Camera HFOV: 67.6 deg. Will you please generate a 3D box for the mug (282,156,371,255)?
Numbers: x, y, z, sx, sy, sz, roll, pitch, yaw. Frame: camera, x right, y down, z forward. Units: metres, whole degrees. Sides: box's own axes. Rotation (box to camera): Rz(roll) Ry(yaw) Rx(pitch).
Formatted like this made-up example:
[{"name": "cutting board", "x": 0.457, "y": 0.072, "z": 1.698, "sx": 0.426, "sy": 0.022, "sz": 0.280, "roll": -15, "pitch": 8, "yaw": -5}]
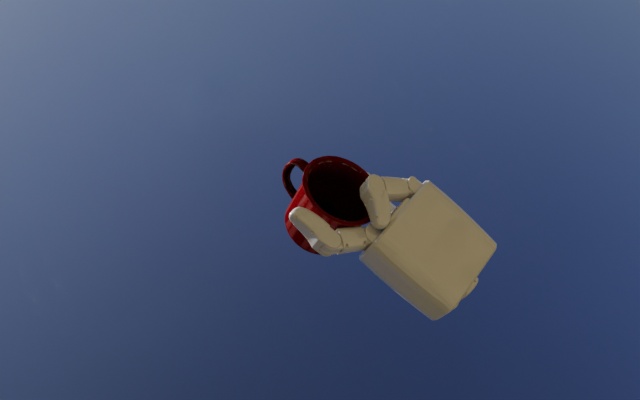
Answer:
[{"name": "mug", "x": -0.001, "y": 0.001, "z": 0.549, "sx": 0.093, "sy": 0.117, "sz": 0.081, "roll": -41, "pitch": -9, "yaw": -42}]
